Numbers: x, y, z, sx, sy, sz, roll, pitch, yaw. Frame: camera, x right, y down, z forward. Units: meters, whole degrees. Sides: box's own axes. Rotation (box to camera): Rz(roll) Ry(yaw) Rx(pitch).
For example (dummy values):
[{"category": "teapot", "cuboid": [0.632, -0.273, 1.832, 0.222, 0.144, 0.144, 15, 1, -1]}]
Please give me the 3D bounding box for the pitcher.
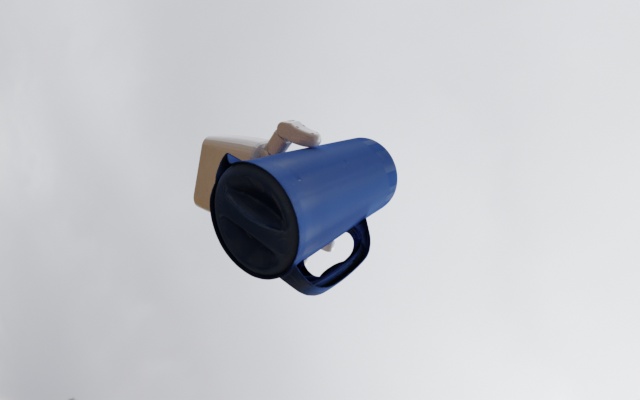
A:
[{"category": "pitcher", "cuboid": [0.000, 0.002, 0.594, 0.145, 0.149, 0.243, 14, 24, 35]}]
